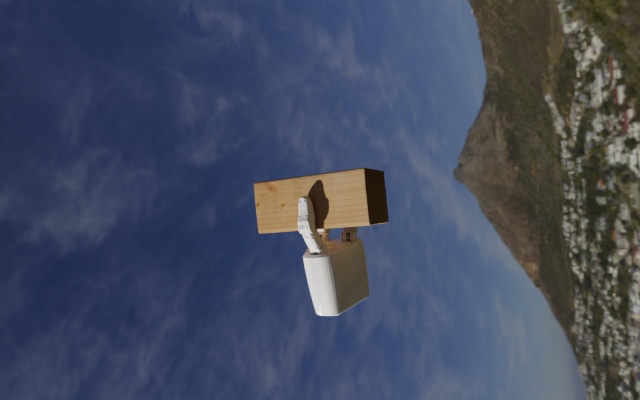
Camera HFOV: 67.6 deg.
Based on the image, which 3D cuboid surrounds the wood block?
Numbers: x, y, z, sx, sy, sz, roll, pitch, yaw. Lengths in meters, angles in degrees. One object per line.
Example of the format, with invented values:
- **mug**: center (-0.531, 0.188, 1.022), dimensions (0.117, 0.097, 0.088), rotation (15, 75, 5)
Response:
- **wood block**: center (0.000, 0.003, 0.810), dimensions (0.206, 0.090, 0.091), rotation (-6, -2, 27)
